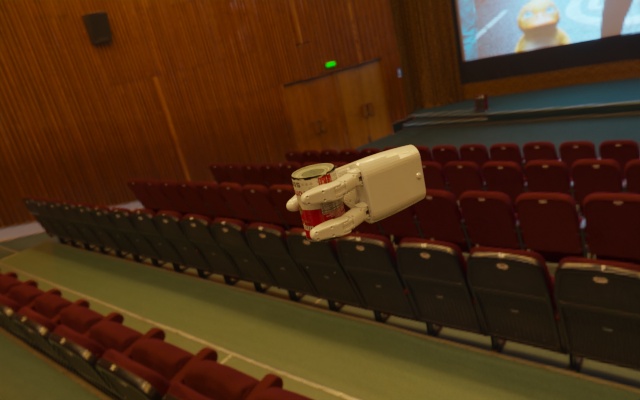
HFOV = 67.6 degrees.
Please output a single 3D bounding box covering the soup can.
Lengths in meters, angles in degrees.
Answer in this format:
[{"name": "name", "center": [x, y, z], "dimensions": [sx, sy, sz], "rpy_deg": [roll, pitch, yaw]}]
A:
[{"name": "soup can", "center": [0.000, 0.002, 0.718], "dimensions": [0.068, 0.102, 0.068], "rpy_deg": [-12, 19, 4]}]
